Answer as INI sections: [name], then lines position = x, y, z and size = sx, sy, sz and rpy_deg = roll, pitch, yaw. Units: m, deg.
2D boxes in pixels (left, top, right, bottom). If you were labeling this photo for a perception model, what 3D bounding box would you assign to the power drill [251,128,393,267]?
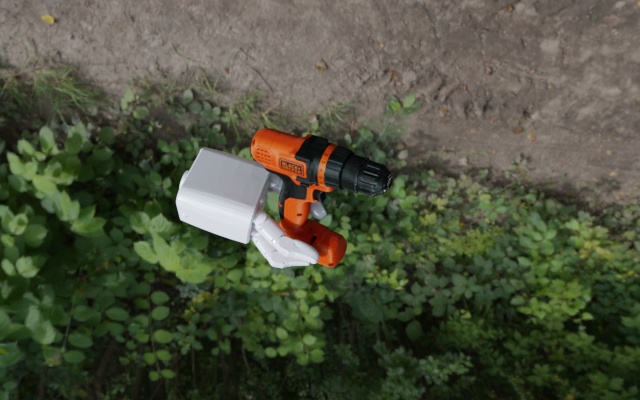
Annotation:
[power drill]
position = 0.000, 0.002, 0.629
size = 0.184, 0.188, 0.057
rpy_deg = 20, 45, 21
